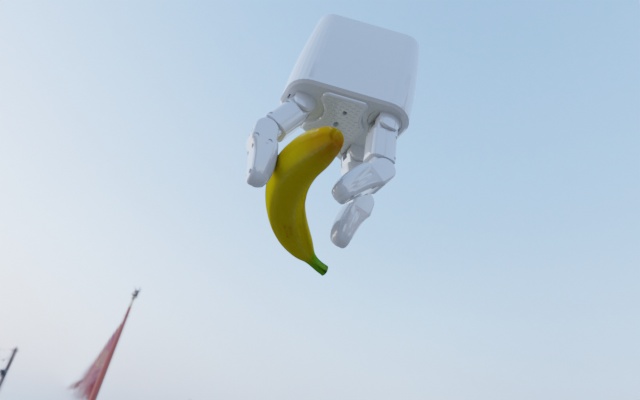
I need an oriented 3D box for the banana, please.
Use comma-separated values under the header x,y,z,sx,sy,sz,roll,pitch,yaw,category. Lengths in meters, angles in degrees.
x,y,z,sx,sy,sz,roll,pitch,yaw,category
-0.018,-0.002,0.425,0.069,0.037,0.198,17,-35,10,banana
